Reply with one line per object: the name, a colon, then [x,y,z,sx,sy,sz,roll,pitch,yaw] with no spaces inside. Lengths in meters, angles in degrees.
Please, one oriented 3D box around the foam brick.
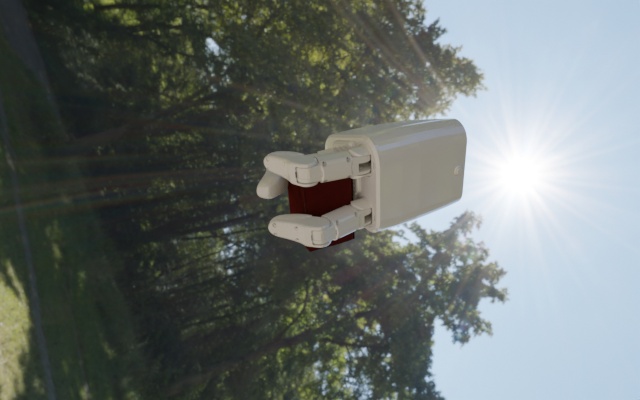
foam brick: [0.000,0.002,0.475,0.051,0.078,0.053,-14,30,-19]
